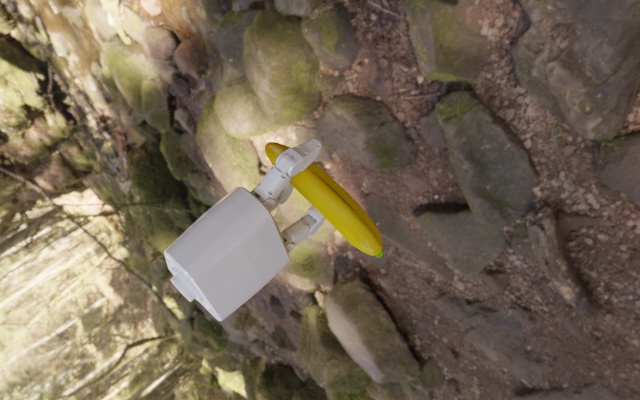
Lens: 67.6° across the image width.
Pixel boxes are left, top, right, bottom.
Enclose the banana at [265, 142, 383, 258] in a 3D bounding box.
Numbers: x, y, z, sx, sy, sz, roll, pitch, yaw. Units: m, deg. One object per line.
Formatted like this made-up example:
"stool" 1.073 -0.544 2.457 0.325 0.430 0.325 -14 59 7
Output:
"banana" 0.008 0.001 0.555 0.037 0.198 0.069 -45 4 -18
